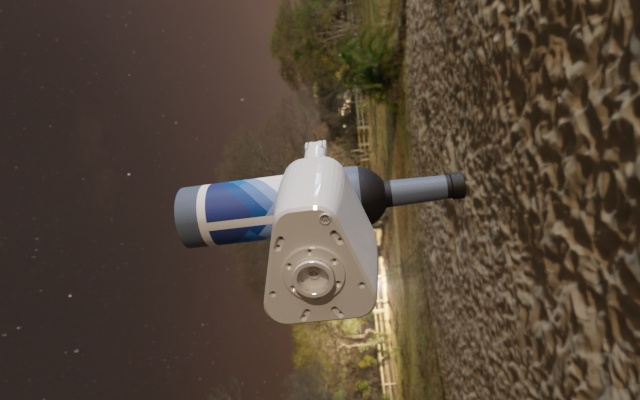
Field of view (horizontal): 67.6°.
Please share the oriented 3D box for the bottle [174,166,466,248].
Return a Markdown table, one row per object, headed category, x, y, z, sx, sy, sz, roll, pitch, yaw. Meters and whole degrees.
| category | x | y | z | sx | sy | sz | roll | pitch | yaw |
| --- | --- | --- | --- | --- | --- | --- | --- | --- | --- |
| bottle | 0.000 | 0.002 | 0.502 | 0.296 | 0.069 | 0.069 | -7 | -1 | 6 |
